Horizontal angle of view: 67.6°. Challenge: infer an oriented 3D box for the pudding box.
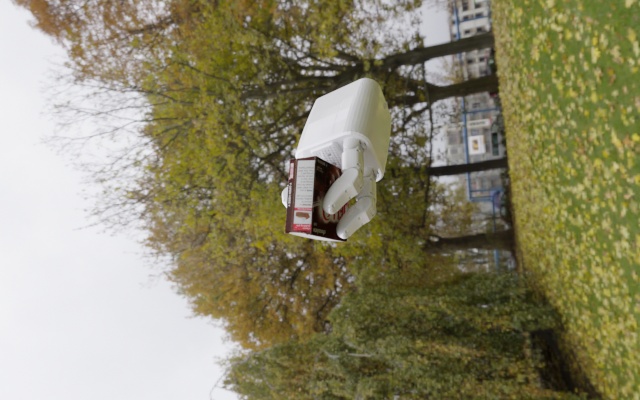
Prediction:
[{"bbox_3d":[0.000,0.002,0.579,0.039,0.090,0.113,-1,-8,26],"label":"pudding box"}]
